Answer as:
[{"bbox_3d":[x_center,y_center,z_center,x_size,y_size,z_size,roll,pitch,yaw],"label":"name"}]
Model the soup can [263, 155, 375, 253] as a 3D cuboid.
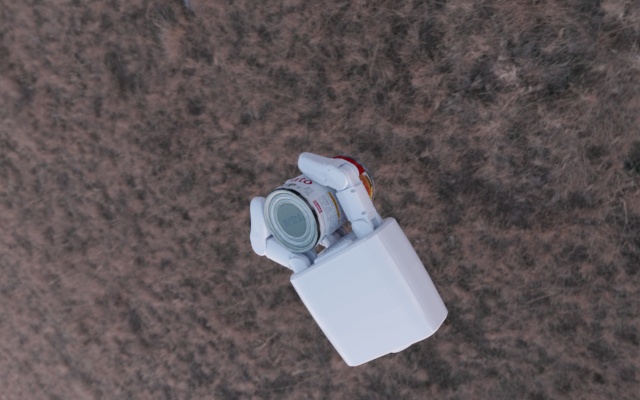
[{"bbox_3d":[0.000,0.001,0.480,0.068,0.068,0.102,0,22,38],"label":"soup can"}]
